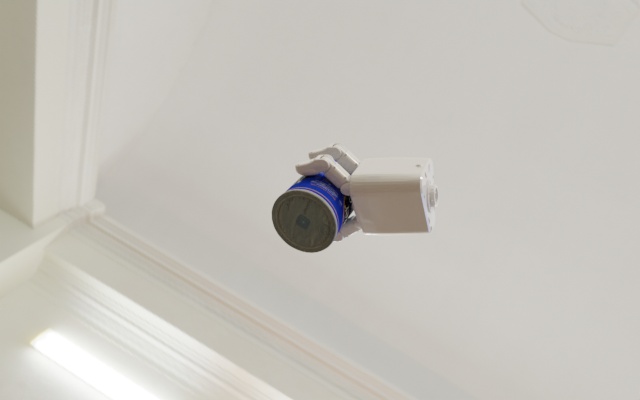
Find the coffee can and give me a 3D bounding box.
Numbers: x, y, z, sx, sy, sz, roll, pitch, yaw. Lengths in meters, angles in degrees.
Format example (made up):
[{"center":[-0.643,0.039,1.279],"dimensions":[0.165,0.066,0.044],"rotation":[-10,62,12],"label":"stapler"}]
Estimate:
[{"center":[0.000,0.003,0.748],"dimensions":[0.103,0.103,0.140],"rotation":[0,25,24],"label":"coffee can"}]
